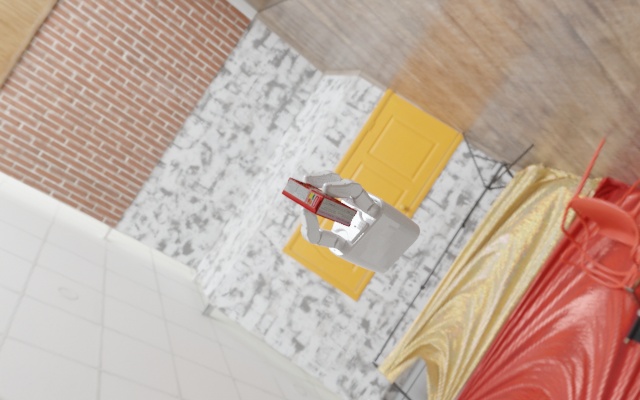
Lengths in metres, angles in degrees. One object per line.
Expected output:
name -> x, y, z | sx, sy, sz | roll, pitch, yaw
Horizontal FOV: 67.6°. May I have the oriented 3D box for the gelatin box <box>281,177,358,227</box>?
gelatin box -> 0.000, 0.003, 0.681 | 0.073, 0.030, 0.089 | 31, 6, 39
